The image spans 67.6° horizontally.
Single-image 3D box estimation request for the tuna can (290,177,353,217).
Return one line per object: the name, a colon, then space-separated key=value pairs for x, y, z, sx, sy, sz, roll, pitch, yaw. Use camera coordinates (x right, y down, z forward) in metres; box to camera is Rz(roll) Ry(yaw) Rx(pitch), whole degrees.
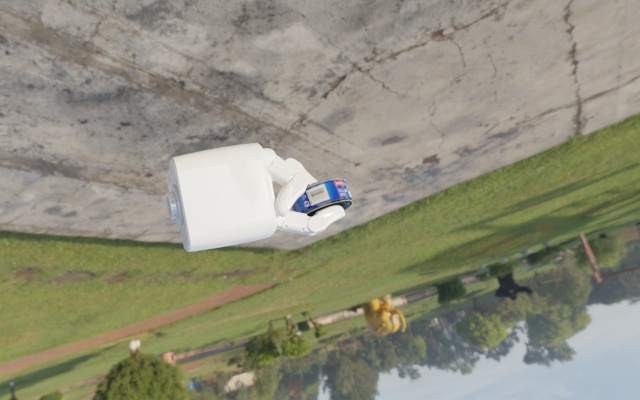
tuna can: x=0.000 y=0.003 z=0.653 sx=0.086 sy=0.033 sz=0.086 roll=-19 pitch=-14 yaw=-5
